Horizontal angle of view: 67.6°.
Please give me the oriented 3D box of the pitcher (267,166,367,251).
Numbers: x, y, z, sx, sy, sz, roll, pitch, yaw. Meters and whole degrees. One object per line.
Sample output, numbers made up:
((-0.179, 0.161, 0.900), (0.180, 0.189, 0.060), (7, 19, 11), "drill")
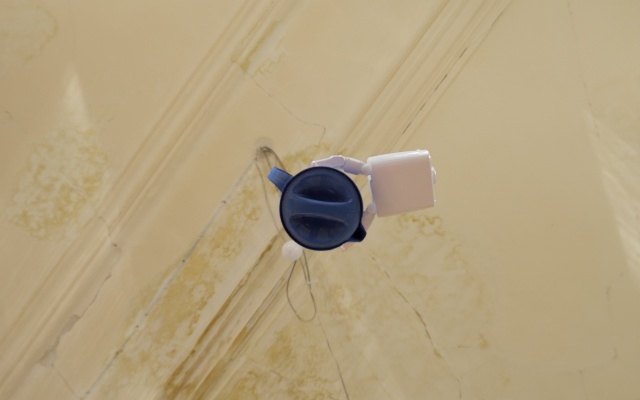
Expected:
((0.000, 0.003, 0.857), (0.145, 0.149, 0.243), (-12, 1, 4), "pitcher")
